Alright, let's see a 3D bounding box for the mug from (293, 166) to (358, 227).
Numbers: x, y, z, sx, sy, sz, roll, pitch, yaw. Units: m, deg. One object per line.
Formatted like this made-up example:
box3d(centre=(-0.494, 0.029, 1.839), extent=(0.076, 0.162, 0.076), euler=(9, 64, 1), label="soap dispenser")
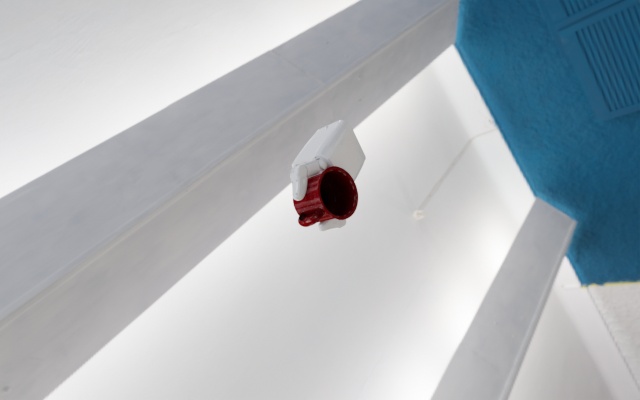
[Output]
box3d(centre=(-0.001, 0.004, 0.829), extent=(0.081, 0.117, 0.093), euler=(-16, -57, 48), label="mug")
